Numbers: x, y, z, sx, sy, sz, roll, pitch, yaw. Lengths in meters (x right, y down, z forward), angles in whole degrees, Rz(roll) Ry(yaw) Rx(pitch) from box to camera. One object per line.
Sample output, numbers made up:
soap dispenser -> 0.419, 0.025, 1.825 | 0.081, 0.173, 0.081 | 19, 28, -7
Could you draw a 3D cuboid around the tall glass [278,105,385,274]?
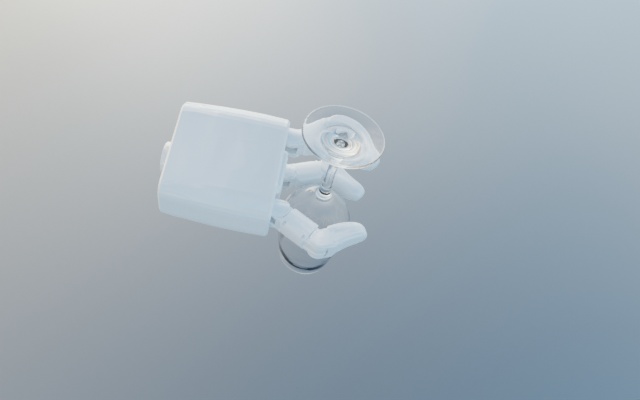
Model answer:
tall glass -> 0.000, 0.001, 0.490 | 0.079, 0.079, 0.201 | 0, -36, -14
